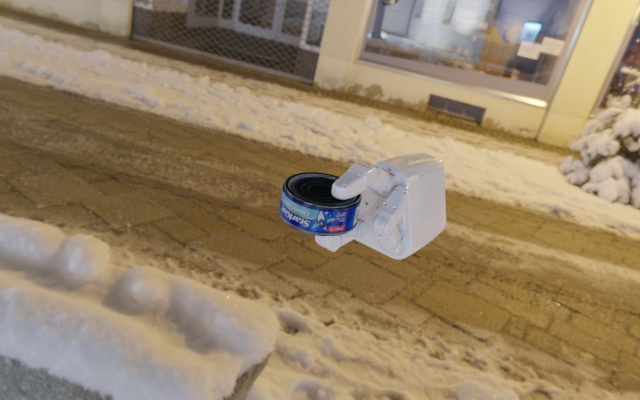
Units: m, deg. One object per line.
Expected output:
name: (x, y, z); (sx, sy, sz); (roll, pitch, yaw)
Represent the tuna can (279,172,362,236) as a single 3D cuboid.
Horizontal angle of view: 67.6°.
tuna can: (0.000, 0.001, 0.509); (0.086, 0.034, 0.086); (8, 27, -4)
